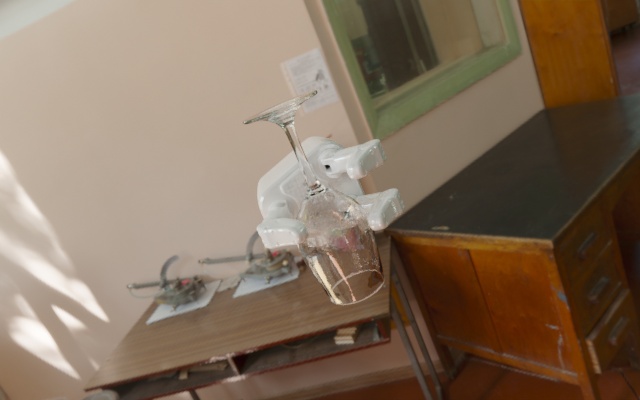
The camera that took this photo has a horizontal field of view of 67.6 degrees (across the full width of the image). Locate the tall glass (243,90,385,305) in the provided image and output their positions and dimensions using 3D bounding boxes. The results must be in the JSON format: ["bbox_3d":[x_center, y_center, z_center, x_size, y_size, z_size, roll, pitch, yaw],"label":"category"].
[{"bbox_3d":[0.000,0.001,0.464,0.079,0.201,0.079,-21,16,6],"label":"tall glass"}]
